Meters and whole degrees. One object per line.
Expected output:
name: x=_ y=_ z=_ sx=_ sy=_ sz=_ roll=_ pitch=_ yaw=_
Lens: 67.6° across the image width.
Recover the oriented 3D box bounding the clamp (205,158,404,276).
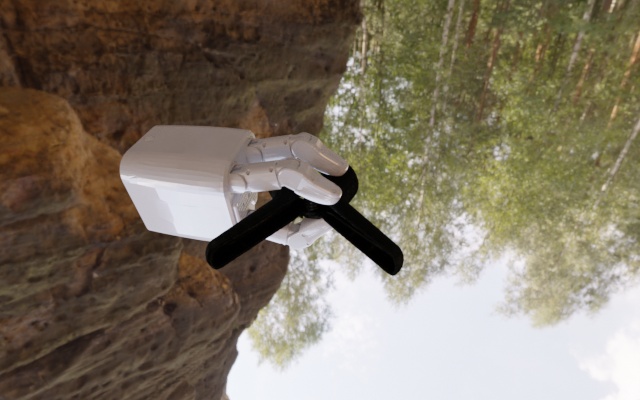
clamp: x=0.000 y=0.002 z=0.468 sx=0.164 sy=0.036 sz=0.209 roll=6 pitch=34 yaw=7
